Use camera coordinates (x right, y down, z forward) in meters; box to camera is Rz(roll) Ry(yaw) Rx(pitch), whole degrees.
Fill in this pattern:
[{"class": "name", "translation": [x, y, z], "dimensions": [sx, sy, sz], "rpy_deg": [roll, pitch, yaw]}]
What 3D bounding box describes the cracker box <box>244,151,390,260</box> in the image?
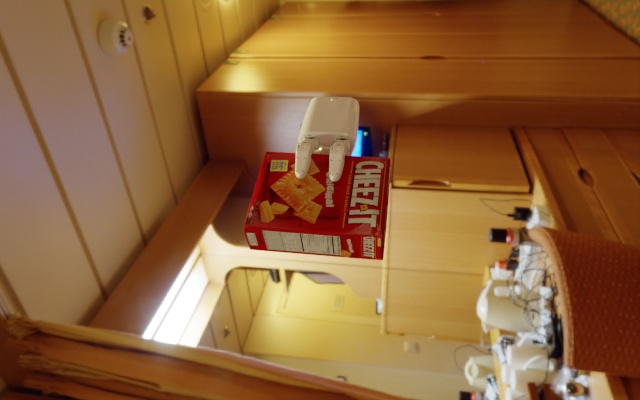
[{"class": "cracker box", "translation": [0.000, 0.003, 0.766], "dimensions": [0.213, 0.164, 0.072], "rpy_deg": [3, -39, 10]}]
